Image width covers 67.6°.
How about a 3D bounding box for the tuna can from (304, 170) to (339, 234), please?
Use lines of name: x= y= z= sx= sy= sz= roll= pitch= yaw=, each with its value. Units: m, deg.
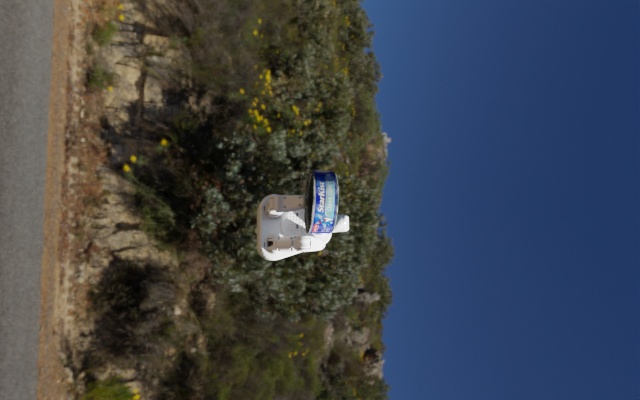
tuna can: x=0.001 y=0.002 z=0.644 sx=0.034 sy=0.086 sz=0.086 roll=3 pitch=-1 yaw=-9
